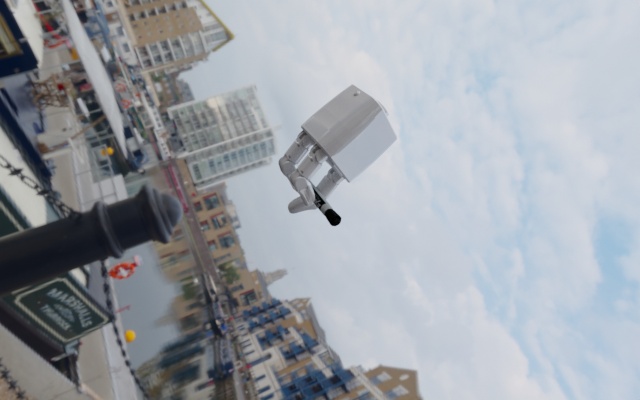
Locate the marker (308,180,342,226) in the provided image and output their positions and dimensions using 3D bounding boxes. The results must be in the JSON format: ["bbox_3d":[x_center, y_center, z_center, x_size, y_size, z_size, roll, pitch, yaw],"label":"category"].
[{"bbox_3d":[0.000,0.002,0.728,0.020,0.020,0.121,0,29,-27],"label":"marker"}]
